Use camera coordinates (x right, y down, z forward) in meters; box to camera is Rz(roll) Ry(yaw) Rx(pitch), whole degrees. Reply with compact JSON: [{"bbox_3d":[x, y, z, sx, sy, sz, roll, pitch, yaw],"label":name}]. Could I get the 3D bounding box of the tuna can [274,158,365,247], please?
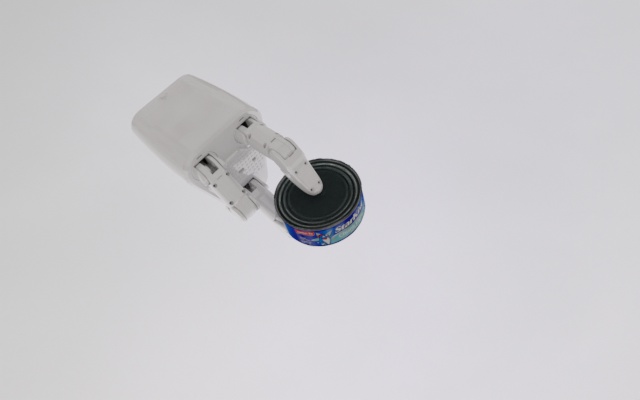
[{"bbox_3d":[0.000,0.002,0.465,0.086,0.086,0.034,0,-36,15],"label":"tuna can"}]
